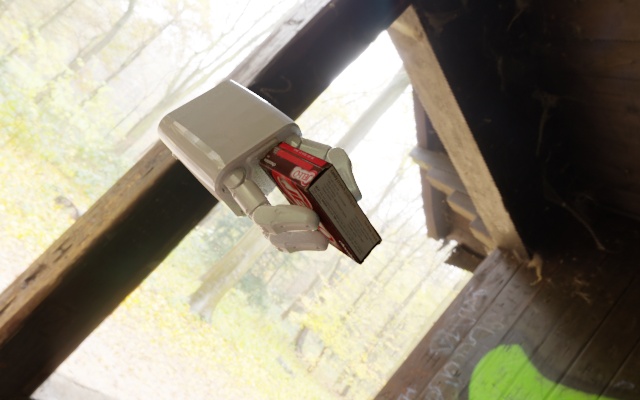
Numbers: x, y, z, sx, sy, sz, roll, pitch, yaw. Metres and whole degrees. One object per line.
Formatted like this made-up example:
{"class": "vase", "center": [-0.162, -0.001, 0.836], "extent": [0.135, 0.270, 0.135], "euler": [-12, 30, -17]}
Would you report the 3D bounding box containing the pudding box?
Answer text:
{"class": "pudding box", "center": [0.000, 0.001, 0.462], "extent": [0.090, 0.039, 0.113], "euler": [31, -16, 52]}
